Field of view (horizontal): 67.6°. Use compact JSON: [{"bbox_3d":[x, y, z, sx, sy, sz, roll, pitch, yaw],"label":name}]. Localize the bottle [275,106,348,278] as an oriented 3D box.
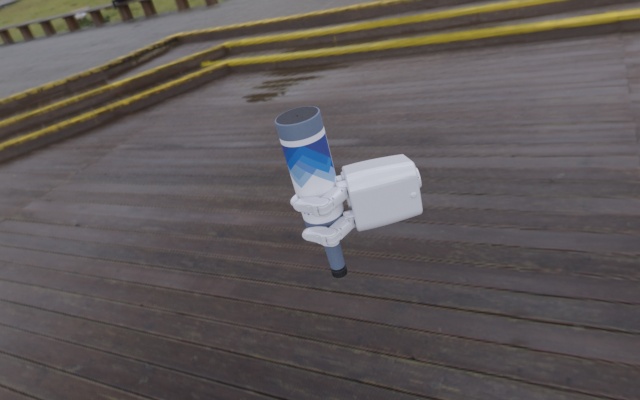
[{"bbox_3d":[0.000,0.002,0.749,0.069,0.296,0.069,-11,30,7],"label":"bottle"}]
